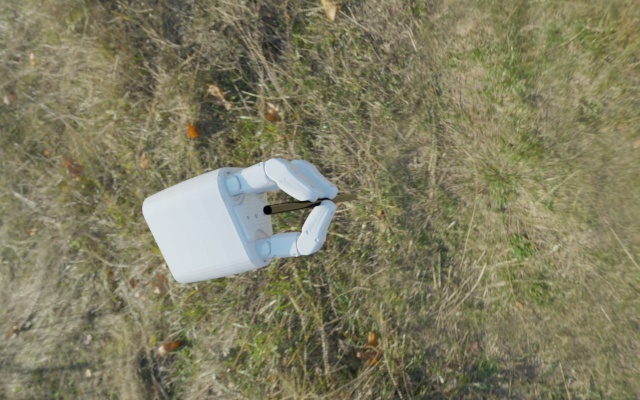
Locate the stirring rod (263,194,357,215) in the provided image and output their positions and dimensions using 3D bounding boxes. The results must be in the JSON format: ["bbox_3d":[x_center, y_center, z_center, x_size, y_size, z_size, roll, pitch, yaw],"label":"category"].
[{"bbox_3d":[0.000,0.002,0.489,0.011,0.011,0.239,0,3,20],"label":"stirring rod"}]
